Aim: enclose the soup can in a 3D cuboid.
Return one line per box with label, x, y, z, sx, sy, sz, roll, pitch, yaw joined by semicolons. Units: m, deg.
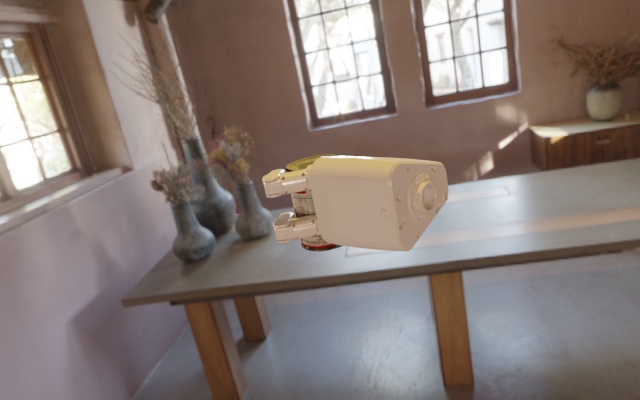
soup can;0.000;0.002;0.579;0.068;0.102;0.068;-11;17;3
